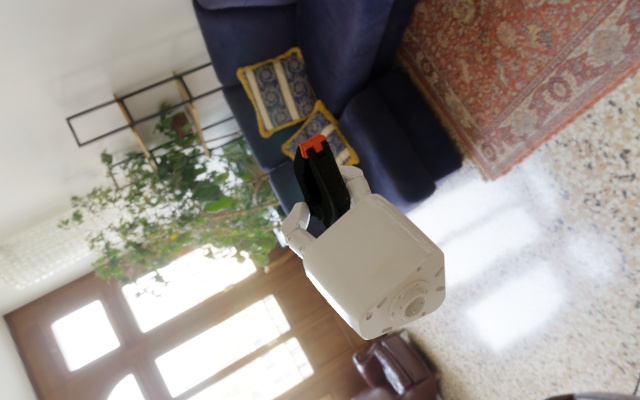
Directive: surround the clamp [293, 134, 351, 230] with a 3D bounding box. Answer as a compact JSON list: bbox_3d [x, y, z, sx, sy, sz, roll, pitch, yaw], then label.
[{"bbox_3d":[-0.001,0.002,0.588,0.036,0.210,0.164,-31,43,-17],"label":"clamp"}]
